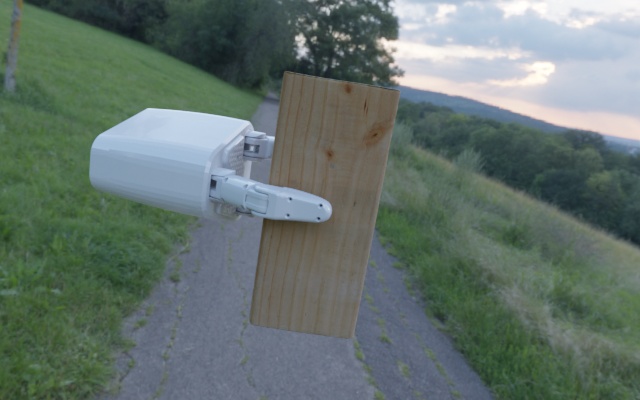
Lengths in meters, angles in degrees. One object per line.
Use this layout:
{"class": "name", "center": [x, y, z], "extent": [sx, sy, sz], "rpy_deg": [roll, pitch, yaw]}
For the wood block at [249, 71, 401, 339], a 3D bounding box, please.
{"class": "wood block", "center": [0.000, 0.001, 0.416], "extent": [0.090, 0.206, 0.091], "rpy_deg": [9, 12, -2]}
